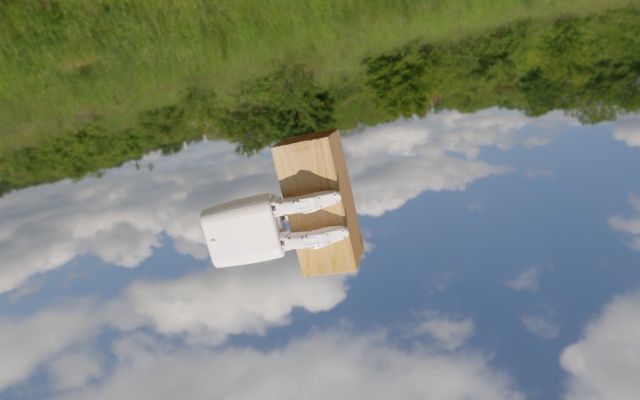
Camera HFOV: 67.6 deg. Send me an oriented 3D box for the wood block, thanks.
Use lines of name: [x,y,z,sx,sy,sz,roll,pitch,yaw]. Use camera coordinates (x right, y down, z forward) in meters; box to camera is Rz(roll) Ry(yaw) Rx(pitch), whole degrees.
wood block: [0.000,0.003,0.740,0.090,0.206,0.090,-9,15,15]
